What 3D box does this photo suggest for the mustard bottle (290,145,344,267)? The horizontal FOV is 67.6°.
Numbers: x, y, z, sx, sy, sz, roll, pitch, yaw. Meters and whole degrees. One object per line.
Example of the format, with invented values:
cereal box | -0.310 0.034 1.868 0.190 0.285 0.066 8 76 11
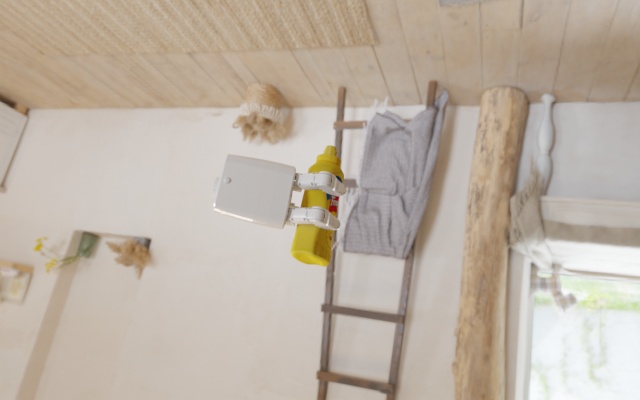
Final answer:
mustard bottle | 0.000 0.003 0.756 0.058 0.191 0.096 5 -18 17
